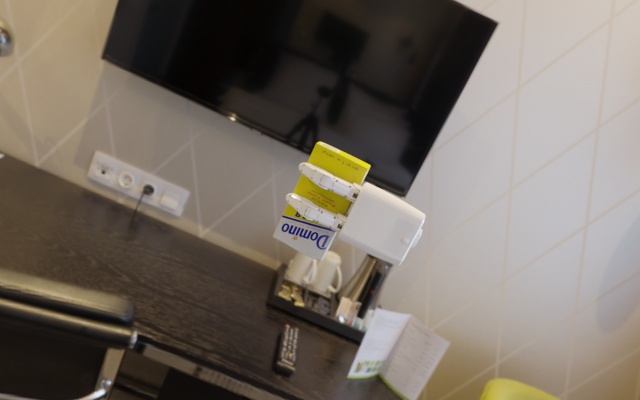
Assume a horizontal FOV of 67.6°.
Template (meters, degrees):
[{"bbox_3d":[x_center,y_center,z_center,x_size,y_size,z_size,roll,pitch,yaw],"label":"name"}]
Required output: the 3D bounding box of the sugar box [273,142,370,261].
[{"bbox_3d":[0.000,0.003,0.775,0.093,0.176,0.048,27,14,5],"label":"sugar box"}]
